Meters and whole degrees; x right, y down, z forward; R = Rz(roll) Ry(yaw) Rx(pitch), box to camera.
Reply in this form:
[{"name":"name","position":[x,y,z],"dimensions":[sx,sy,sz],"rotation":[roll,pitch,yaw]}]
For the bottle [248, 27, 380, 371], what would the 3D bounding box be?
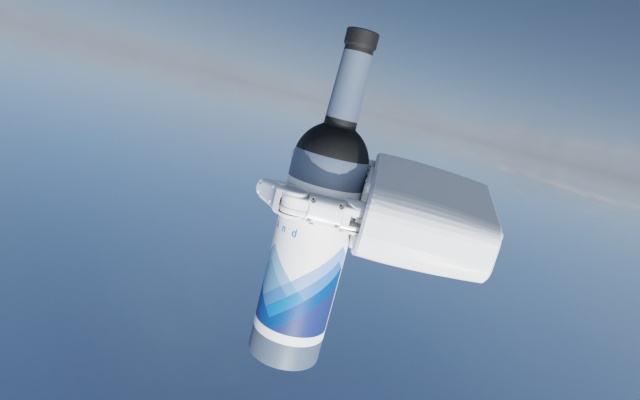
[{"name":"bottle","position":[0.000,0.002,0.419],"dimensions":[0.069,0.296,0.069],"rotation":[14,12,-3]}]
